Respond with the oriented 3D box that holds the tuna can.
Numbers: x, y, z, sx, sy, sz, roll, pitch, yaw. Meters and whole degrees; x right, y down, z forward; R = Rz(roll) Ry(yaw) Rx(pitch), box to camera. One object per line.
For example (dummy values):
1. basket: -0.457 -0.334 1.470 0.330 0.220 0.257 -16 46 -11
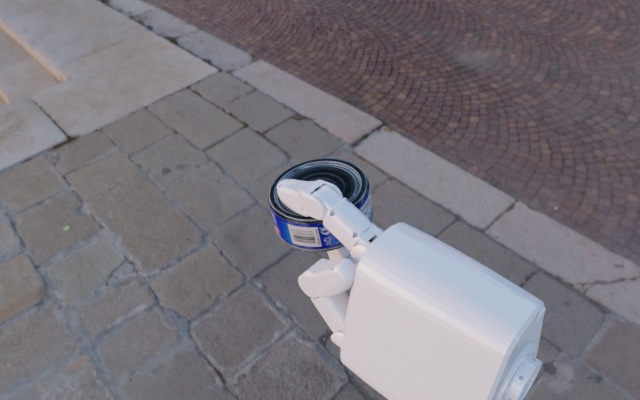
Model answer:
1. tuna can: 0.000 0.001 0.402 0.086 0.034 0.086 -7 39 6
